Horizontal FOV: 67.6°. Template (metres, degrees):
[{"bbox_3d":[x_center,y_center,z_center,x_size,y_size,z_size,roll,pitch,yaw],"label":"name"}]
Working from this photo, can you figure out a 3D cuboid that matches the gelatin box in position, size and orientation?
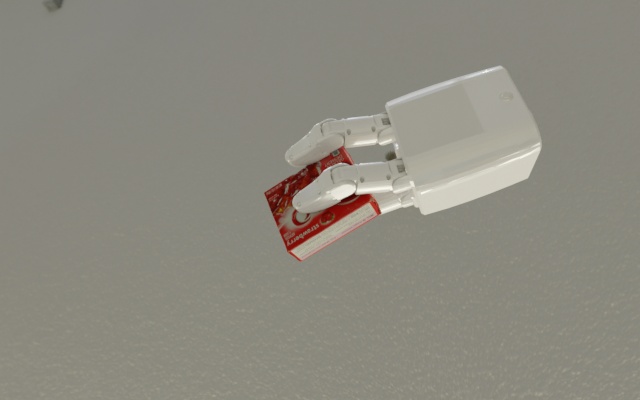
[{"bbox_3d":[0.000,0.002,0.437,0.089,0.073,0.030,-32,-37,8],"label":"gelatin box"}]
